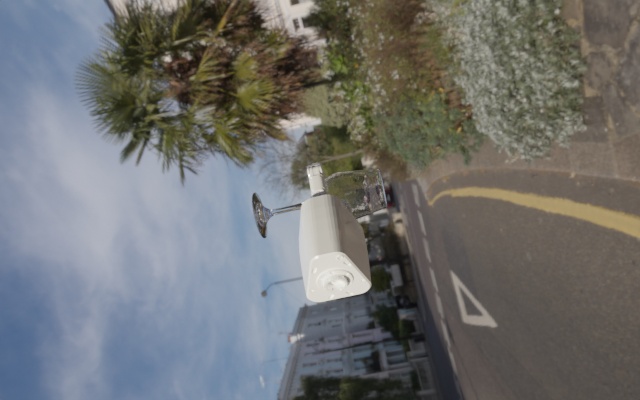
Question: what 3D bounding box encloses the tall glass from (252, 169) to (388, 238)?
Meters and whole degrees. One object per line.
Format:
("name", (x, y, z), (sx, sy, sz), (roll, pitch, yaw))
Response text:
("tall glass", (-0.001, 0.002, 0.746), (0.201, 0.079, 0.079), (-13, -1, 5))
